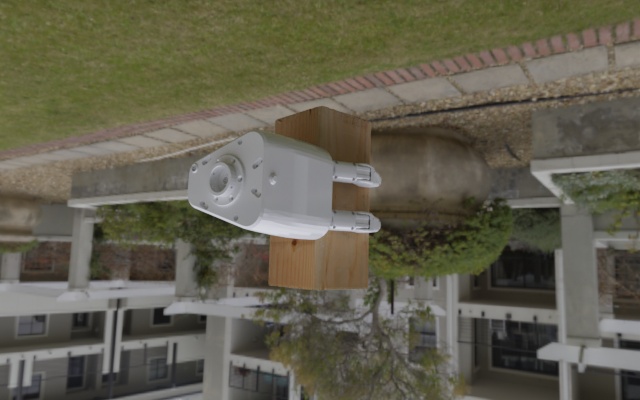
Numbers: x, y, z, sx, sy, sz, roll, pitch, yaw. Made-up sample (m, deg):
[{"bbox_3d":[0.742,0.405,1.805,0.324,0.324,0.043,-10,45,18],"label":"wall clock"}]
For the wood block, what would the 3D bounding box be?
[{"bbox_3d":[0.000,0.002,0.587,0.090,0.206,0.091,8,-9,-42],"label":"wood block"}]
